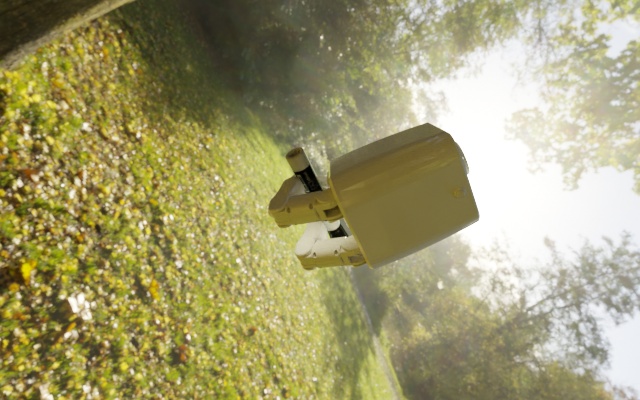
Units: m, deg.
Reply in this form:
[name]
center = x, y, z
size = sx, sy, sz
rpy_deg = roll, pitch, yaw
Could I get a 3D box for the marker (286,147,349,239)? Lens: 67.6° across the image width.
[marker]
center = 0.000, 0.002, 0.473
size = 0.020, 0.121, 0.020
rpy_deg = -20, 32, 13
